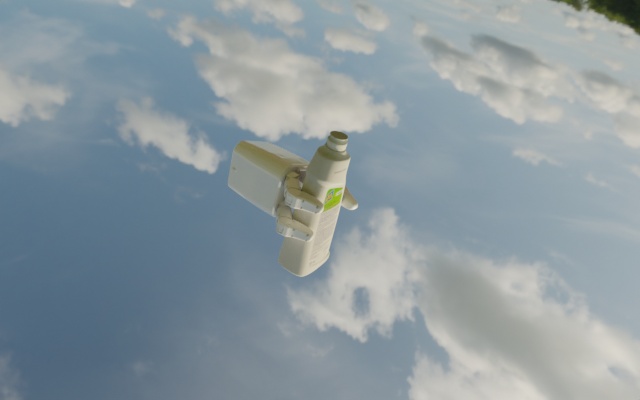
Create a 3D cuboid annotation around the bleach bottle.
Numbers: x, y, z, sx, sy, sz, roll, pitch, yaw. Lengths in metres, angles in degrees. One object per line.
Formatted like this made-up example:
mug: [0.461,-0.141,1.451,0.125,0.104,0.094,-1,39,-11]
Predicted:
bleach bottle: [0.000,0.003,0.778,0.068,0.251,0.102,30,33,19]
